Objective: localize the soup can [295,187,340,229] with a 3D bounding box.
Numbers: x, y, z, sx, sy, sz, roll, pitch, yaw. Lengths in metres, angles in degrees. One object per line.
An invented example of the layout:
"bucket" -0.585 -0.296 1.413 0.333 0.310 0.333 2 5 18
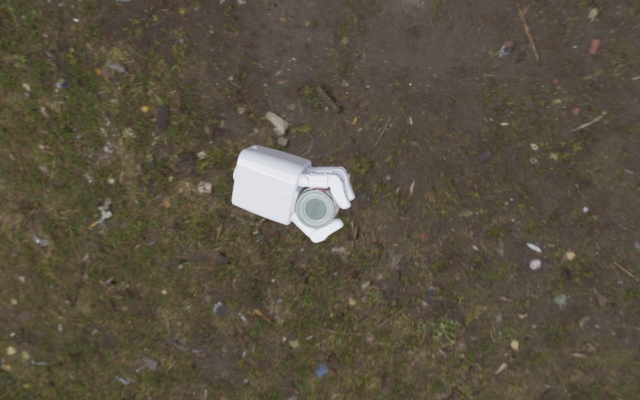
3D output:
"soup can" 0.001 0.003 0.810 0.068 0.068 0.102 0 13 11
